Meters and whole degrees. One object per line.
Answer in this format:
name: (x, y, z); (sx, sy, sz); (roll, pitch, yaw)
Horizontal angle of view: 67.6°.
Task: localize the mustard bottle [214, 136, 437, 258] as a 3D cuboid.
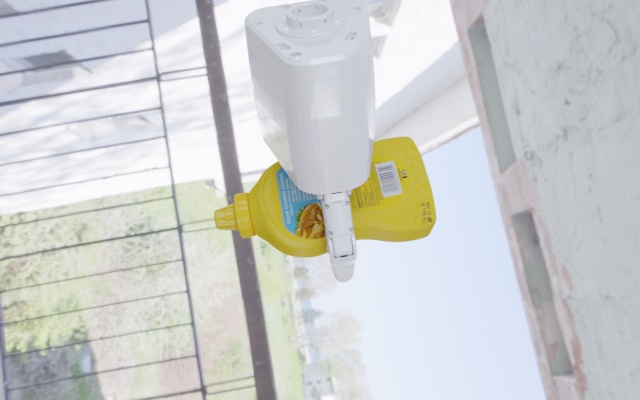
mustard bottle: (0.000, 0.002, 0.434); (0.191, 0.096, 0.058); (-10, -23, -3)
